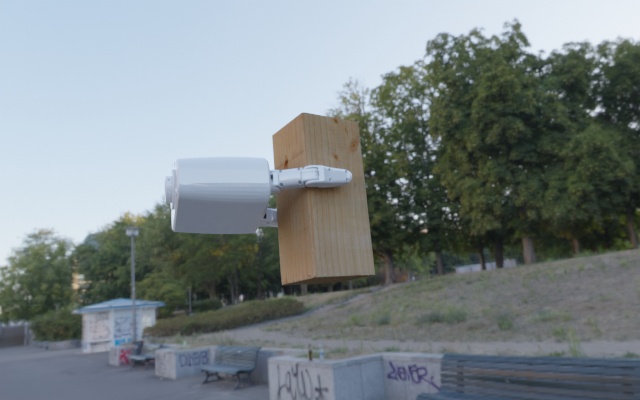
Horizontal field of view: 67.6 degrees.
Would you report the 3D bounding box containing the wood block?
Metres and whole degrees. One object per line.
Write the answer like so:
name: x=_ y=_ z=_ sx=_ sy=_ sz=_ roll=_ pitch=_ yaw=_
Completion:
wood block: x=0.000 y=0.002 z=0.628 sx=0.090 sy=0.206 sz=0.091 roll=4 pitch=-16 yaw=-33
